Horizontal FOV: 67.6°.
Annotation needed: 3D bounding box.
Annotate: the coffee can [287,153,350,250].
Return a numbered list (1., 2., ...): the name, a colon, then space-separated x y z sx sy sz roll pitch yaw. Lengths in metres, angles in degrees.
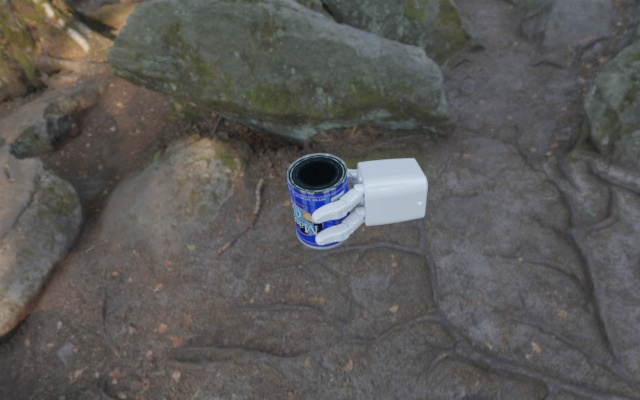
1. coffee can: 0.000 0.003 0.843 0.103 0.140 0.102 -4 44 3
